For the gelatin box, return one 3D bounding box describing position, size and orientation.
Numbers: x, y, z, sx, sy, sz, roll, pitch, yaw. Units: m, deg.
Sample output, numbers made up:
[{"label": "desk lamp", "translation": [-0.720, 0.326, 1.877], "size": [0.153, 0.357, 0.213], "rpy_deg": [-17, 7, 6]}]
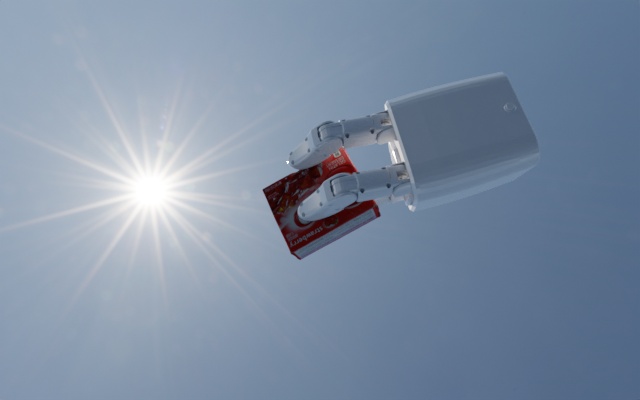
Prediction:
[{"label": "gelatin box", "translation": [0.000, 0.002, 0.445], "size": [0.089, 0.073, 0.030], "rpy_deg": [-29, -27, 4]}]
